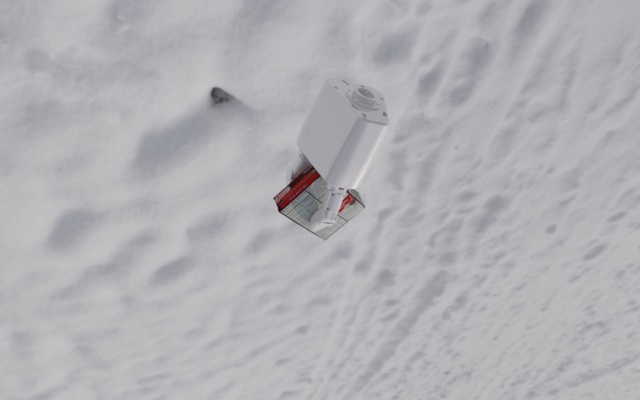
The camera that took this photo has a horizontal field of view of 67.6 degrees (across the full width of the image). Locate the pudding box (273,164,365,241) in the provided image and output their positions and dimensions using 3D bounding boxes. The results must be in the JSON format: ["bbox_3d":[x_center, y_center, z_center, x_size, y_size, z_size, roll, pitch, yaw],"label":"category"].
[{"bbox_3d":[0.000,0.002,0.713,0.090,0.039,0.113,-40,-48,16],"label":"pudding box"}]
